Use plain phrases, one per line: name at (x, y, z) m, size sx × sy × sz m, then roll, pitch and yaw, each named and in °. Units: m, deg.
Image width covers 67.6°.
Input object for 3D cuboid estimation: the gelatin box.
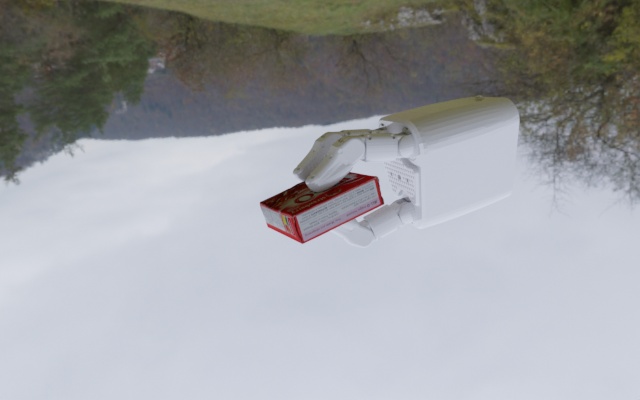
gelatin box at (0.000, 0.002, 0.430) m, size 0.089 × 0.030 × 0.073 m, roll -25°, pitch 20°, yaw -23°
